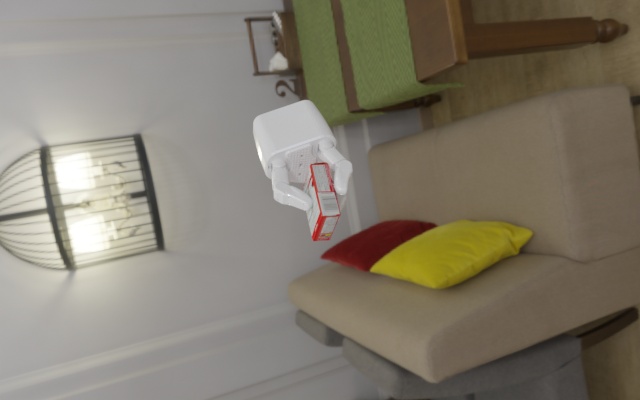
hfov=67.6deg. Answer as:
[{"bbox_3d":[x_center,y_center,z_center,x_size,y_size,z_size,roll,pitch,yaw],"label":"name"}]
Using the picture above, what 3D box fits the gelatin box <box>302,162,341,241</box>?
[{"bbox_3d":[0.000,0.003,0.678,0.030,0.089,0.073,-4,-32,-15],"label":"gelatin box"}]
